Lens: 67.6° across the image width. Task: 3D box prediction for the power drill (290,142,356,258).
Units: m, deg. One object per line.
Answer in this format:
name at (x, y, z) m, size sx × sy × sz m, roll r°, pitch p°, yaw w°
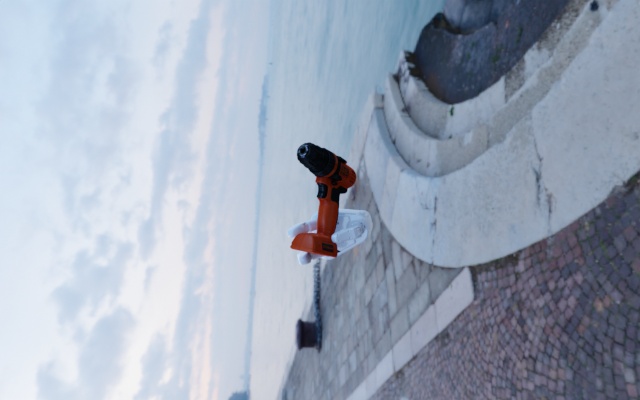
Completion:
power drill at (0.000, 0.003, 0.860) m, size 0.057 × 0.187 × 0.184 m, roll 8°, pitch -9°, yaw 32°
